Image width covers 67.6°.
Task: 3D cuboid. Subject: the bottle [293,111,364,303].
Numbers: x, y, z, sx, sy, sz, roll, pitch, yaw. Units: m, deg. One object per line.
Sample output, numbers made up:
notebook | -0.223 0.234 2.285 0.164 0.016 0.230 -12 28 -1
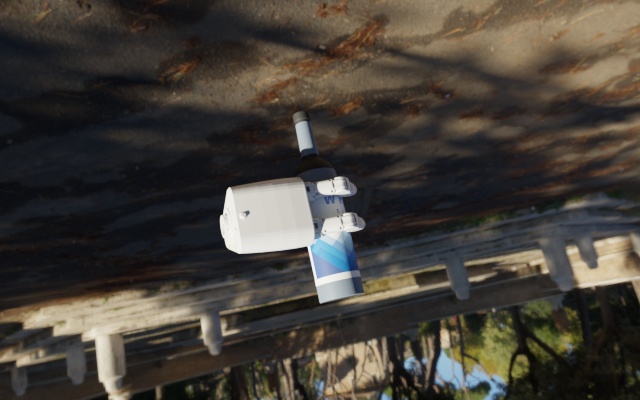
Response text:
bottle | 0.000 0.003 0.726 0.069 0.295 0.069 -12 -14 -3
